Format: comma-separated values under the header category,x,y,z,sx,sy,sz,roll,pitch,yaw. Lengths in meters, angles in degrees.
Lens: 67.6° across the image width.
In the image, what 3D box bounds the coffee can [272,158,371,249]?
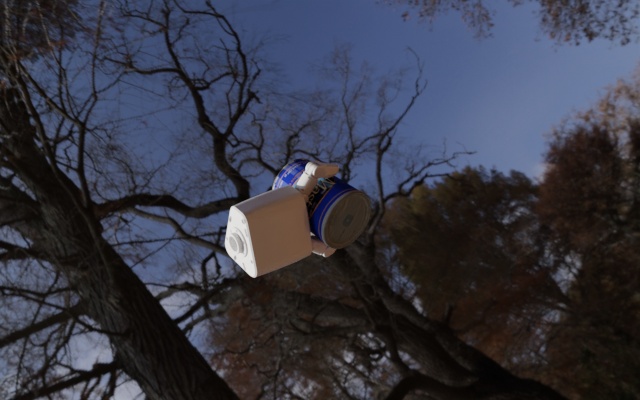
category,x,y,z,sx,sy,sz,roll,pitch,yaw
coffee can,0.000,0.003,0.800,0.103,0.103,0.140,0,25,-45
